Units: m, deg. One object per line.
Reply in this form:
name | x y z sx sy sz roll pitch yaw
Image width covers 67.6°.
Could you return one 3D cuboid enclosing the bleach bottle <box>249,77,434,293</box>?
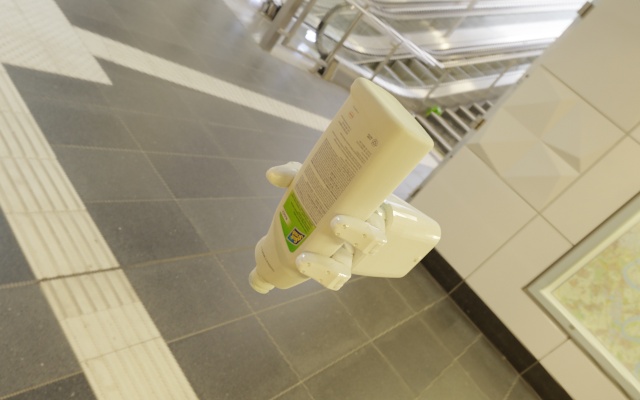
bleach bottle | 0.000 0.002 0.504 0.068 0.251 0.102 17 32 -42
